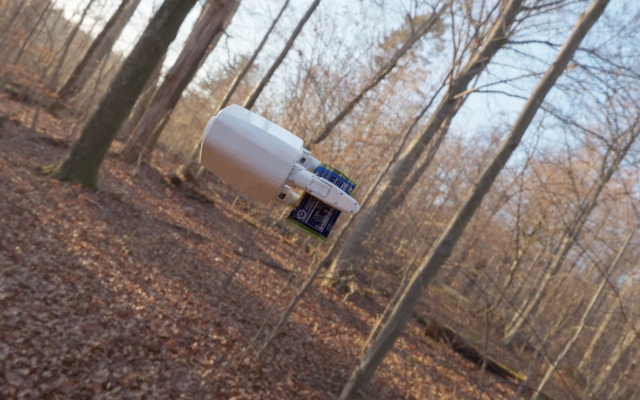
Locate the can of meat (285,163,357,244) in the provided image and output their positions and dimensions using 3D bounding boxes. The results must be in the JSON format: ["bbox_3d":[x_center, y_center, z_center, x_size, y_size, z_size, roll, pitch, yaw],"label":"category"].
[{"bbox_3d":[0.000,0.002,0.606,0.057,0.084,0.102,30,-1,-5],"label":"can of meat"}]
